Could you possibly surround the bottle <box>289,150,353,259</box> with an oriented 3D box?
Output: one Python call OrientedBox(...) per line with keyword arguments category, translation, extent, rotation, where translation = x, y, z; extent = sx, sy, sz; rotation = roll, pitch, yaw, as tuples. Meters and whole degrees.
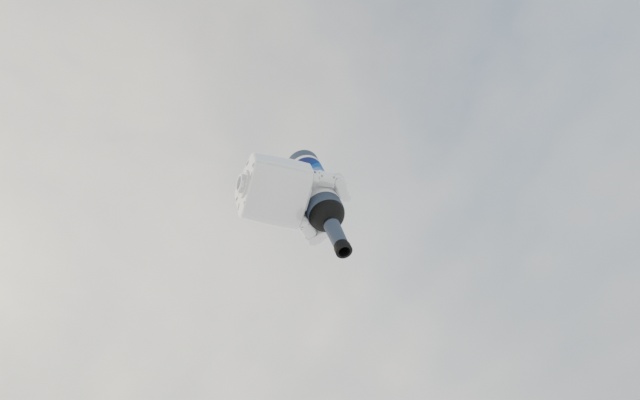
OrientedBox(category="bottle", translation=(0.000, 0.003, 0.861), extent=(0.069, 0.069, 0.295), rotation=(0, 32, -17))
